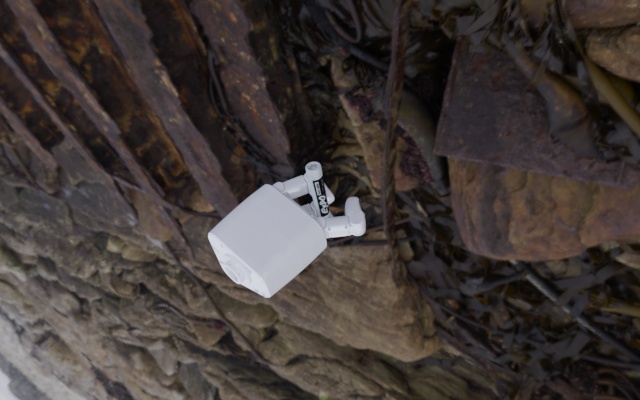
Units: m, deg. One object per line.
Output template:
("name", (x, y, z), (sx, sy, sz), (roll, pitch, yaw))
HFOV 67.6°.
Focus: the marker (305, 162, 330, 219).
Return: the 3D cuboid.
("marker", (0.000, 0.002, 0.613), (0.020, 0.121, 0.020), (-6, 44, 6))
